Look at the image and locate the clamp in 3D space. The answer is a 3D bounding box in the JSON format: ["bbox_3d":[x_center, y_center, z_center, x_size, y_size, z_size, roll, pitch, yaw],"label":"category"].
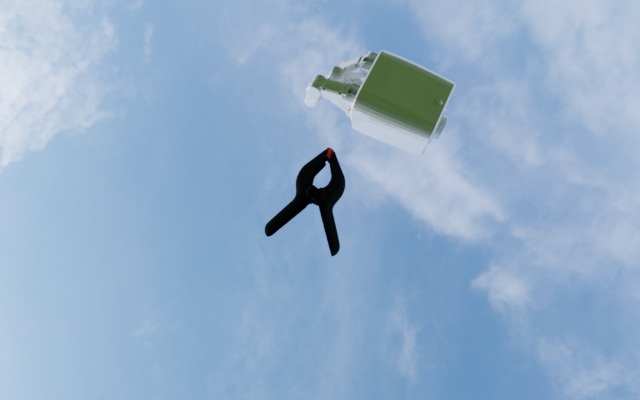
[{"bbox_3d":[0.000,0.002,0.751,0.120,0.171,0.039,26,-11,6],"label":"clamp"}]
